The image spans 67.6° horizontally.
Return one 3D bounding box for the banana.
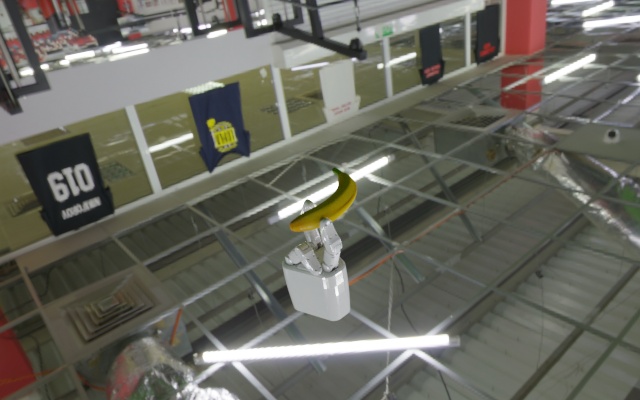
[{"bbox_3d":[0.018,0.003,0.836,0.069,0.037,0.197,5,33,25],"label":"banana"}]
